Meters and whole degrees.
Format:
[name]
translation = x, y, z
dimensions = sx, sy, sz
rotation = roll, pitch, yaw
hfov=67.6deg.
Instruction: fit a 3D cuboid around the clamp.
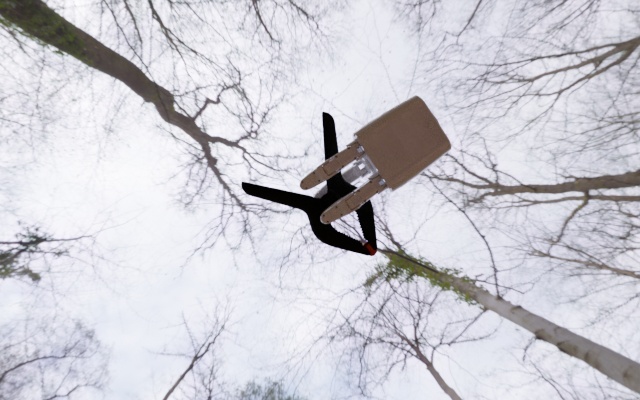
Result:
[clamp]
translation = 0.001, 0.003, 0.685
dimensions = 0.164, 0.210, 0.036
rotation = -34, 2, 1
